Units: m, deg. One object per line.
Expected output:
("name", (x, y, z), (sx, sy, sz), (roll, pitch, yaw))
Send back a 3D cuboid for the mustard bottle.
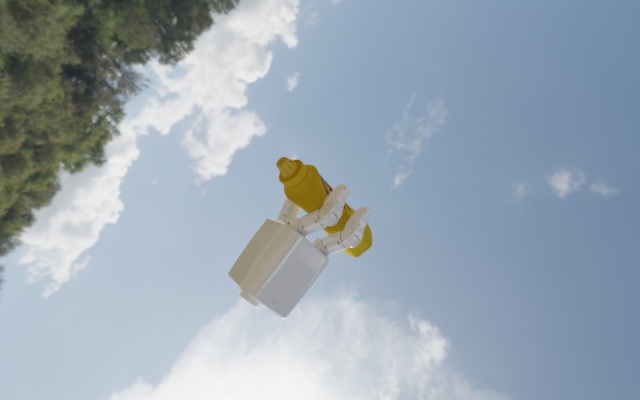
("mustard bottle", (0.000, 0.002, 0.698), (0.192, 0.058, 0.096), (45, 11, -37))
